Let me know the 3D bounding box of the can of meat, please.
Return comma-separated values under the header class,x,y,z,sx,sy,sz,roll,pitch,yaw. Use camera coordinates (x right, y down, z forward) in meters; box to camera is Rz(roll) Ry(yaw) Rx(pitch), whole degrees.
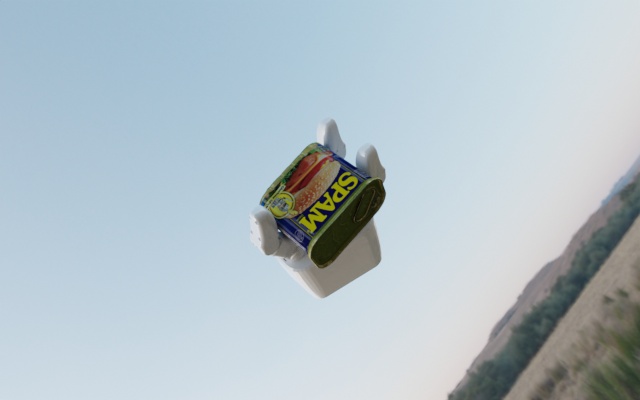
class,x,y,z,sx,sy,sz,roll,pitch,yaw
can of meat,0.000,0.001,0.478,0.084,0.102,0.057,37,-11,31
